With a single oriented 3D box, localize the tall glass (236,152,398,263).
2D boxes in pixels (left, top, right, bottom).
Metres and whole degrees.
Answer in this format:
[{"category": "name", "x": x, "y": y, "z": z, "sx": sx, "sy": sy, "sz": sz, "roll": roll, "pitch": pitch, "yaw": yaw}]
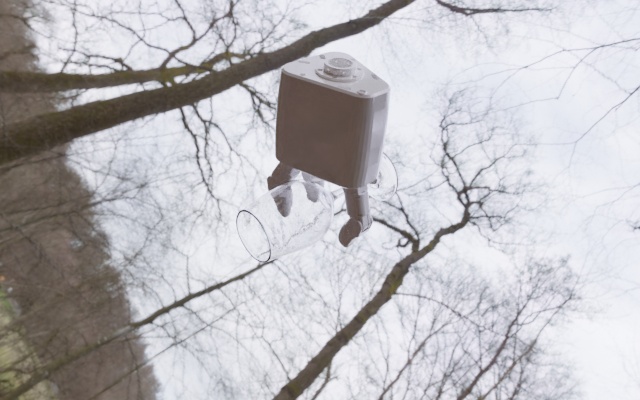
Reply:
[{"category": "tall glass", "x": 0.001, "y": 0.002, "z": 0.565, "sx": 0.201, "sy": 0.079, "sz": 0.079, "roll": -27, "pitch": 16, "yaw": -35}]
